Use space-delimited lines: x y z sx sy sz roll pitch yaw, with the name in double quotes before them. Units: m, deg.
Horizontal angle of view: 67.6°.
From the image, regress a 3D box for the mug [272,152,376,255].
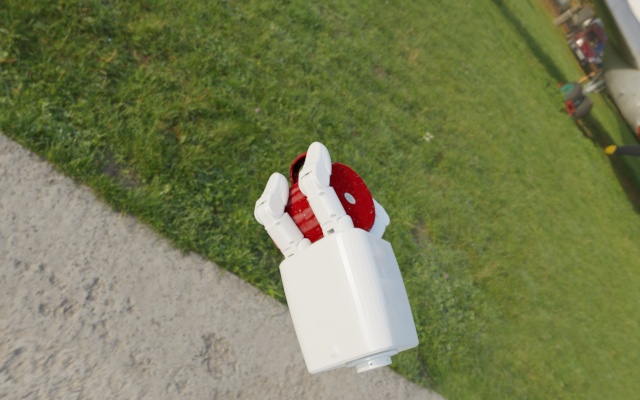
"mug" 0.000 0.000 0.505 0.081 0.117 0.093 -31 -25 35
